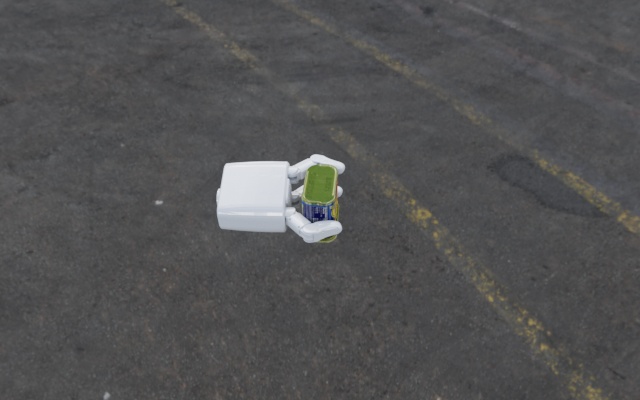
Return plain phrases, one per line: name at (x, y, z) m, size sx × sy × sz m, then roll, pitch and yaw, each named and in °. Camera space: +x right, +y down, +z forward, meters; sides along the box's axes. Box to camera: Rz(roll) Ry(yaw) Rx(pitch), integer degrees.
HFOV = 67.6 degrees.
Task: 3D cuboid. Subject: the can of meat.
can of meat at (0.000, 0.002, 0.770) m, size 0.057 × 0.084 × 0.102 m, roll 2°, pitch 42°, yaw 5°
